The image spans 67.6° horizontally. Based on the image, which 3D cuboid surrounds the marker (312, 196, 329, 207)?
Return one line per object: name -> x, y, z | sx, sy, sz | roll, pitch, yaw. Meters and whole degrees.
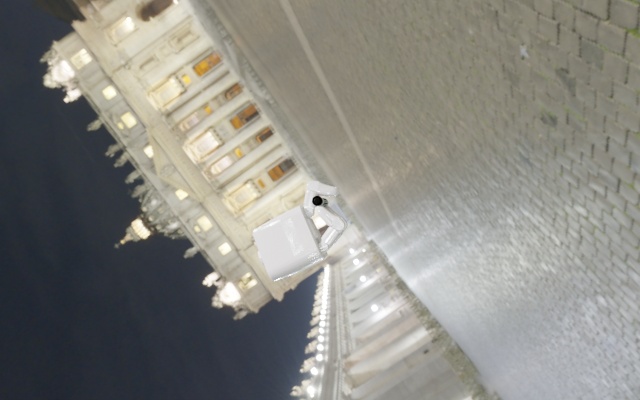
marker -> 0.000, 0.003, 0.891 | 0.020, 0.020, 0.121 | 0, -2, 6
